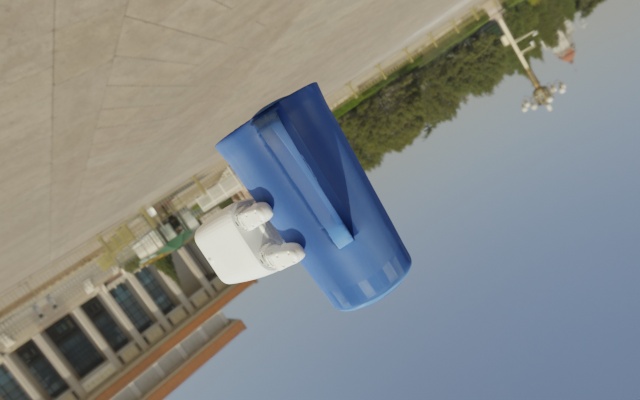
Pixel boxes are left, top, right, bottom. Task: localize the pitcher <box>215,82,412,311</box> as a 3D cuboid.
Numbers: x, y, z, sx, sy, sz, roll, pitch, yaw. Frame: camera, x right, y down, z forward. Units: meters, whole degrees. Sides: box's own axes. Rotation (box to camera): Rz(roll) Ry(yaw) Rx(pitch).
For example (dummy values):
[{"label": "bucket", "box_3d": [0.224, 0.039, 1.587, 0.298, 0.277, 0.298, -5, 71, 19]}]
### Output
[{"label": "pitcher", "box_3d": [0.000, 0.002, 0.535, 0.145, 0.243, 0.149, -25, 10, 44]}]
